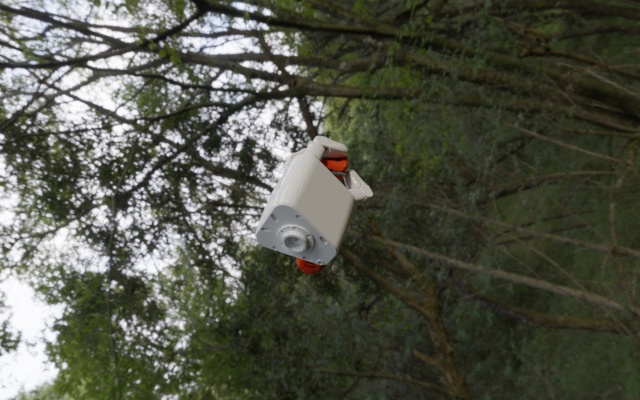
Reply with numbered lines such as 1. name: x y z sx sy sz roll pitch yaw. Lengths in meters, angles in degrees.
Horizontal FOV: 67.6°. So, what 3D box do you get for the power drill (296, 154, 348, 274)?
1. power drill: 0.000 0.002 0.788 0.057 0.188 0.184 8 24 -4
